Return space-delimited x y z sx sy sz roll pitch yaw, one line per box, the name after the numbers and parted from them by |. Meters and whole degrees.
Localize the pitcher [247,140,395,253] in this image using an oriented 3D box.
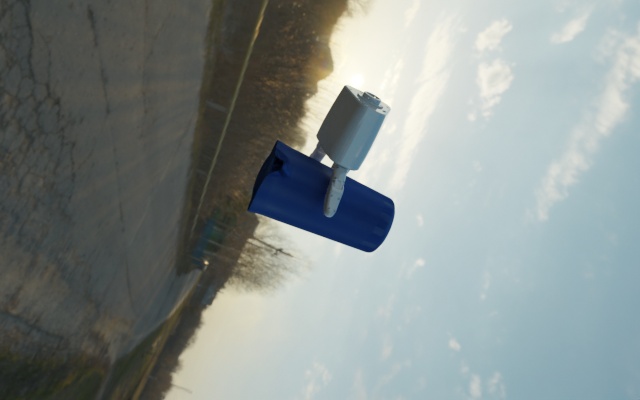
0.000 0.003 0.852 0.243 0.145 0.149 24 25 -10 | pitcher
